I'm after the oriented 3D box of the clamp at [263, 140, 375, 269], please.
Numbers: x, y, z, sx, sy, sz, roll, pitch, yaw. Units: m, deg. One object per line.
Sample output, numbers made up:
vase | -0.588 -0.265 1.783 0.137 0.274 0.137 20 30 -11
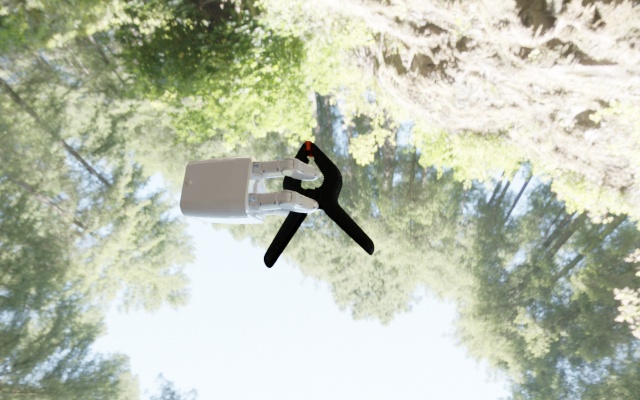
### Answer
clamp | 0.000 0.002 0.736 0.164 0.210 0.036 -1 -25 8
